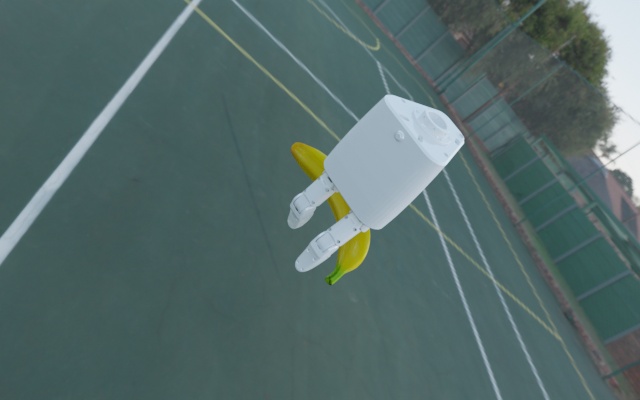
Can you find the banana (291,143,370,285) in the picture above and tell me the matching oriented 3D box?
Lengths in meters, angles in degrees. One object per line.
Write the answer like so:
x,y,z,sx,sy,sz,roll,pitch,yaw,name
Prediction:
0.018,0.004,0.584,0.069,0.197,0.037,-1,-34,-26,banana
